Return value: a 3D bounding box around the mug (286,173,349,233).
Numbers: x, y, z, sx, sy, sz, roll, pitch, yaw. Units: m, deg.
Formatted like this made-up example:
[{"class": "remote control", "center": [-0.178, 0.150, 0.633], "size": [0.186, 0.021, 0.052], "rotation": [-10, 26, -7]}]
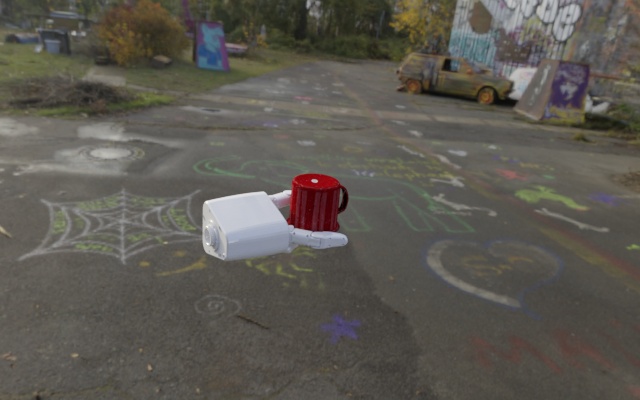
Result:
[{"class": "mug", "center": [0.001, 0.002, 0.811], "size": [0.117, 0.081, 0.093], "rotation": [-9, 25, -32]}]
